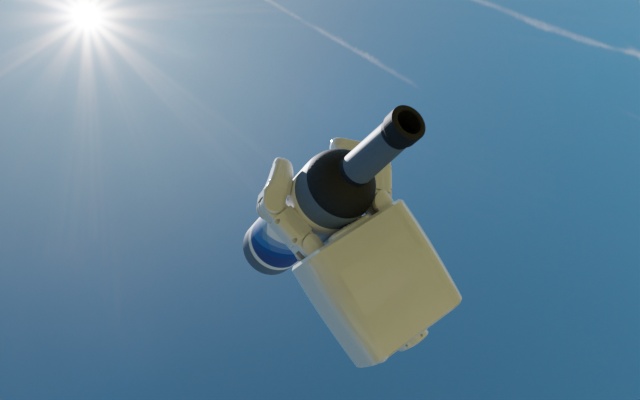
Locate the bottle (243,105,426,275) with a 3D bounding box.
[{"bbox_3d":[0.000,0.001,0.447,0.069,0.069,0.296,0,-22,-26],"label":"bottle"}]
